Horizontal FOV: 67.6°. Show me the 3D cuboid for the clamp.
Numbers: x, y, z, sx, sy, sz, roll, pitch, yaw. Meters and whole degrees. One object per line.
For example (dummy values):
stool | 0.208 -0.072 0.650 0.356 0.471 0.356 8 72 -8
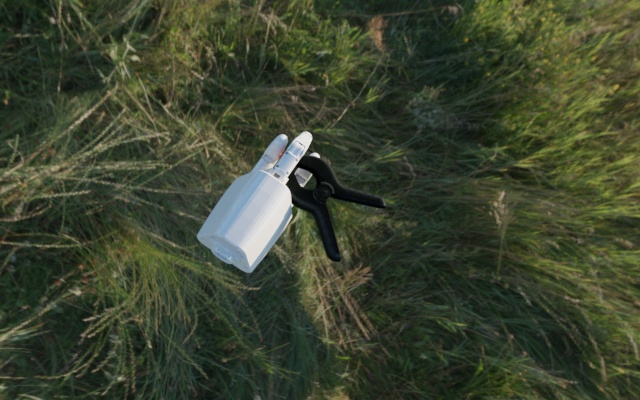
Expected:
clamp | 0.000 0.002 0.681 0.171 0.120 0.039 35 -22 -4
